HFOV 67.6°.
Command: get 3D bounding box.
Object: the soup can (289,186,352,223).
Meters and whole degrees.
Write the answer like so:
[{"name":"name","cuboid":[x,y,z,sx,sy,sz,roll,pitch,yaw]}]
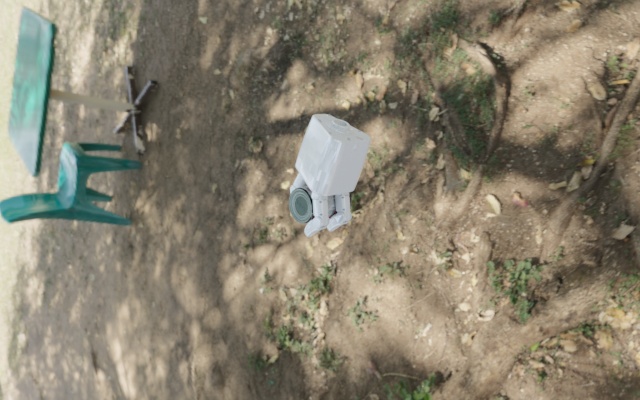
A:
[{"name":"soup can","cuboid":[0.000,0.003,0.897,0.102,0.068,0.068,-11,7,-42]}]
